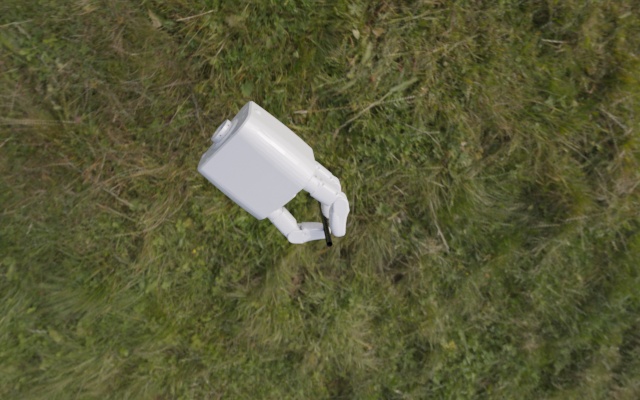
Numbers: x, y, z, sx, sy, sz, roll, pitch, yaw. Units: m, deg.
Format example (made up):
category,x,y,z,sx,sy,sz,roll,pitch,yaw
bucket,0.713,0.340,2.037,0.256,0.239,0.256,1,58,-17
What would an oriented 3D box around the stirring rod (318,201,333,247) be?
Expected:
category,x,y,z,sx,sy,sz,roll,pitch,yaw
stirring rod,0.000,0.002,0.721,0.011,0.011,0.239,0,27,-6
